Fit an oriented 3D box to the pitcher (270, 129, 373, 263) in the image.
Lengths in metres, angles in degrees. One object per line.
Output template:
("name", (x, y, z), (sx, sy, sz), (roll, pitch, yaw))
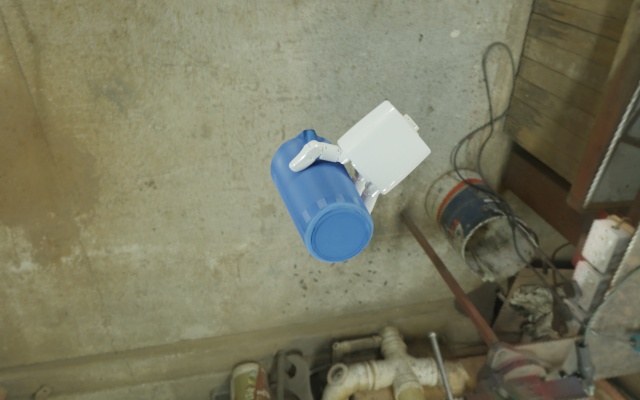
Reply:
("pitcher", (0.000, 0.002, 0.807), (0.149, 0.145, 0.242), (42, 12, -32))
